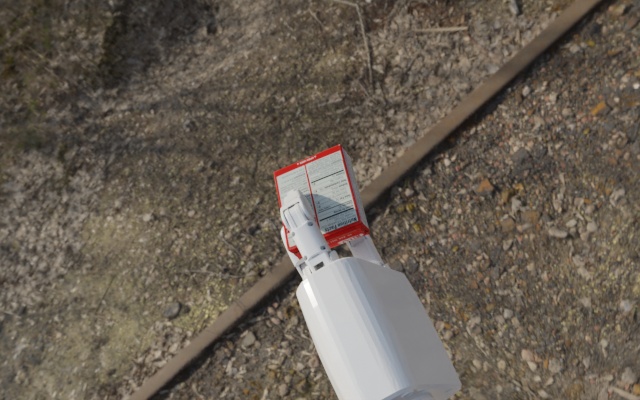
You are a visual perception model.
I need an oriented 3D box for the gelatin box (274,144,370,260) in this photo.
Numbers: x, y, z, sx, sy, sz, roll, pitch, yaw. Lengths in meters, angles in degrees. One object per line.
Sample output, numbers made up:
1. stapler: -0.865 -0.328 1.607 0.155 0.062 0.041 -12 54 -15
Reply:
1. gelatin box: 0.000 0.001 0.446 0.073 0.089 0.030 -22 -30 16
